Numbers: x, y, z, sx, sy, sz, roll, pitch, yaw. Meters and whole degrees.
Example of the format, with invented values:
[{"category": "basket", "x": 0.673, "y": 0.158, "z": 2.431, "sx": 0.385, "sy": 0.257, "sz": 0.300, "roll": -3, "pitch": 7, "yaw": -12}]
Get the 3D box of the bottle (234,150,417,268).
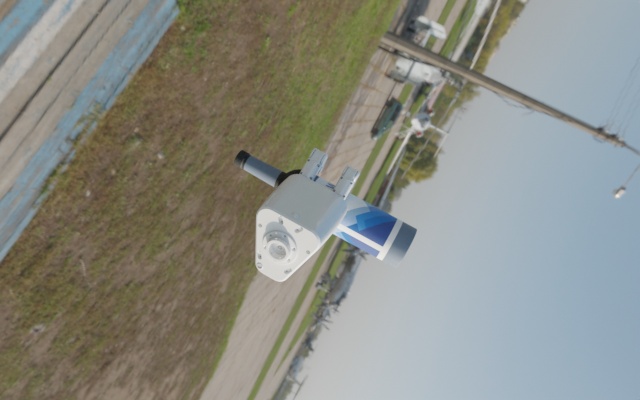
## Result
[{"category": "bottle", "x": 0.000, "y": 0.002, "z": 0.730, "sx": 0.295, "sy": 0.069, "sz": 0.069, "roll": 28, "pitch": 3, "yaw": 7}]
